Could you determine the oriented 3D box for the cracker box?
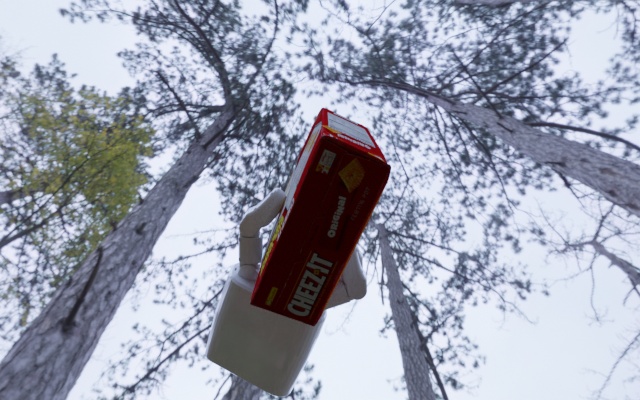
[{"bbox_3d":[0.000,0.002,0.497,0.072,0.164,0.213,22,16,-7],"label":"cracker box"}]
